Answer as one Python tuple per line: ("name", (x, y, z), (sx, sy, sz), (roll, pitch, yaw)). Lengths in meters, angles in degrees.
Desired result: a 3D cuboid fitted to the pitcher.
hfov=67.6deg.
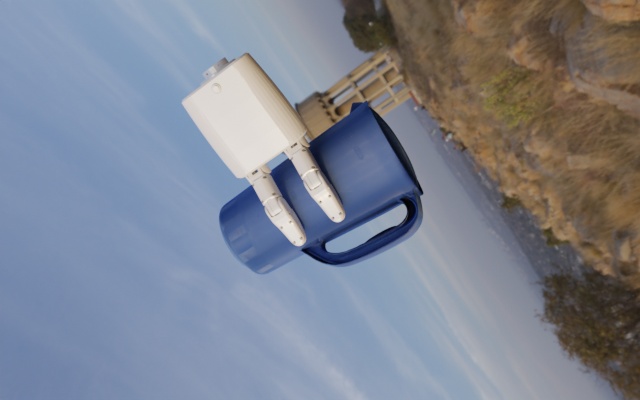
("pitcher", (0.000, 0.002, 0.597), (0.243, 0.145, 0.149), (-32, 20, 14))
